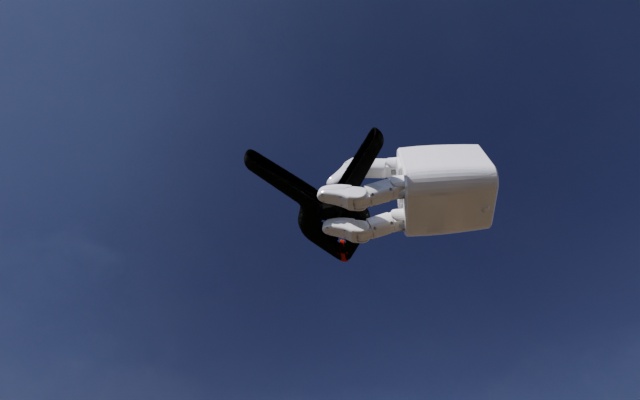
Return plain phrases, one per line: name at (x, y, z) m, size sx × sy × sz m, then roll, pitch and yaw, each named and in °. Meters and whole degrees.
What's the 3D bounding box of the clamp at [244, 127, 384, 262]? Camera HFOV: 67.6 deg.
clamp at (0.000, 0.002, 0.610) m, size 0.164 × 0.210 × 0.036 m, roll -3°, pitch 43°, yaw 7°
